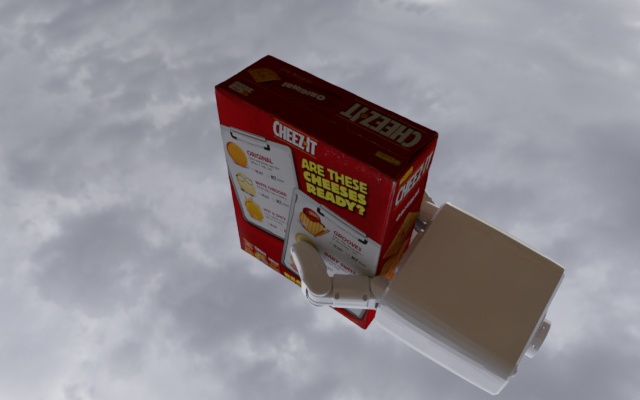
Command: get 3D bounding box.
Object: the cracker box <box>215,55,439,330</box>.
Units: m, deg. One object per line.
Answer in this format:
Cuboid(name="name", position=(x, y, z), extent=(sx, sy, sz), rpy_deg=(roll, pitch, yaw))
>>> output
Cuboid(name="cracker box", position=(0.000, 0.002, 0.427), extent=(0.164, 0.214, 0.072), rpy_deg=(30, 54, 22))
